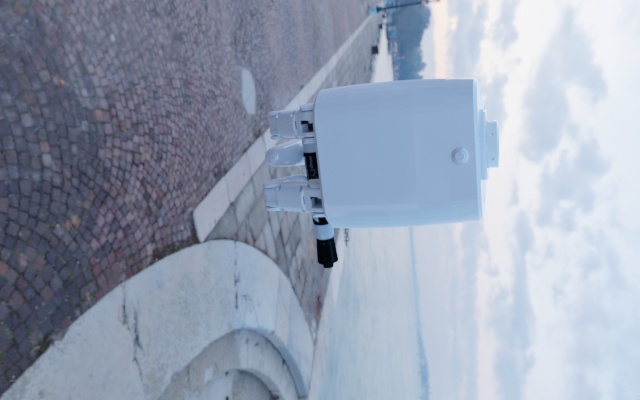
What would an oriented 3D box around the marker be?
[{"bbox_3d":[0.000,0.001,0.416,0.020,0.121,0.020,-7,13,2],"label":"marker"}]
